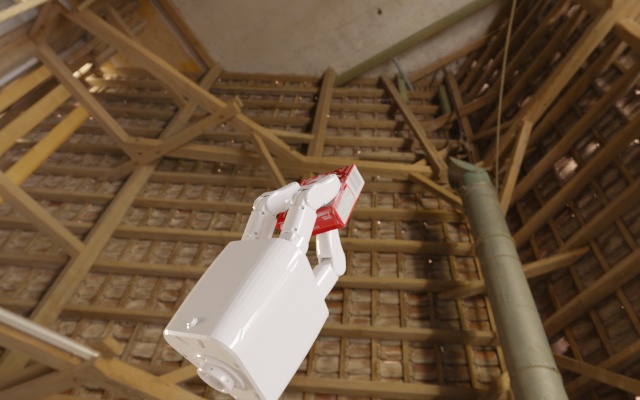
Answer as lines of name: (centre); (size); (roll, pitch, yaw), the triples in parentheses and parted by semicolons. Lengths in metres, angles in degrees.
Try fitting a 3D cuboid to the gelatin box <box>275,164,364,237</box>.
gelatin box: (0.000, 0.002, 0.513); (0.073, 0.030, 0.089); (-16, 26, 30)
